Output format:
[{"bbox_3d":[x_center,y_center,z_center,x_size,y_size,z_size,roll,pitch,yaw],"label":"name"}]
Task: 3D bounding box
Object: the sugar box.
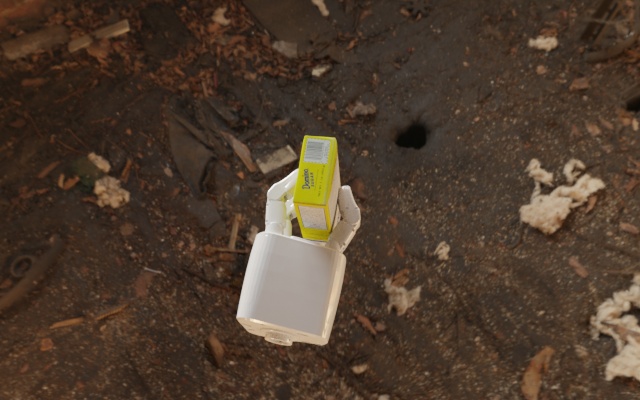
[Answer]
[{"bbox_3d":[0.000,0.002,0.626,0.048,0.093,0.176,7,-26,6],"label":"sugar box"}]
